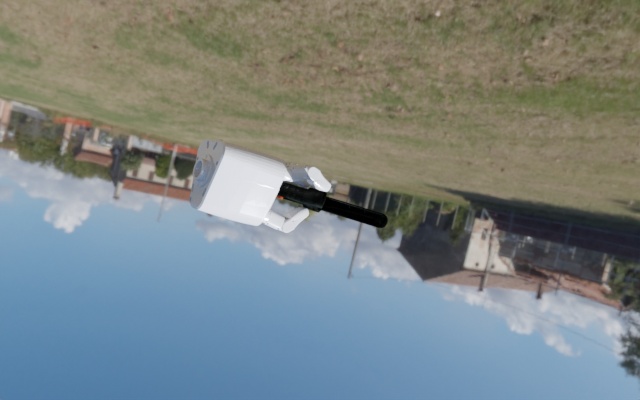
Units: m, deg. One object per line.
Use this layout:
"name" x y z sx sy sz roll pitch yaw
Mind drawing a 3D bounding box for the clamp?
"clamp" -0.001 0.003 0.802 0.164 0.036 0.210 21 -3 -37
